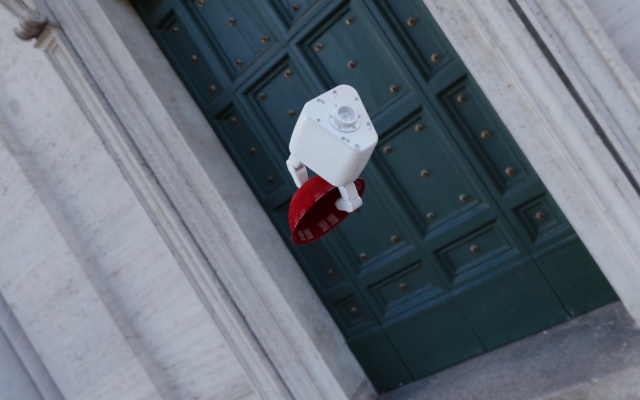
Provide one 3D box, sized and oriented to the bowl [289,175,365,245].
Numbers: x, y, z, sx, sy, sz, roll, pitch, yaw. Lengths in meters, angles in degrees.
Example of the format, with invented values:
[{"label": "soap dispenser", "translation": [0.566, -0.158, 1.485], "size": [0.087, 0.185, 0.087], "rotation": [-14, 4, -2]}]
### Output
[{"label": "bowl", "translation": [-0.001, 0.003, 0.833], "size": [0.055, 0.162, 0.162], "rotation": [48, 23, 22]}]
